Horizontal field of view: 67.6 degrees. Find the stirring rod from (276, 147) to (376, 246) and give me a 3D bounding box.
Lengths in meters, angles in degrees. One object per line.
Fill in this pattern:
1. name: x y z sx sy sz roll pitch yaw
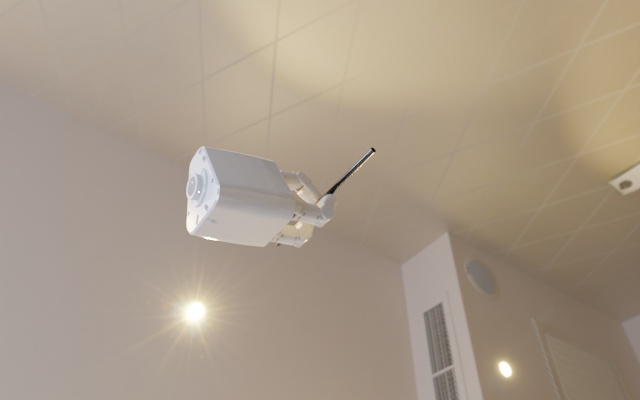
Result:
1. stirring rod: 0.000 0.002 0.686 0.011 0.011 0.240 0 -34 -43
